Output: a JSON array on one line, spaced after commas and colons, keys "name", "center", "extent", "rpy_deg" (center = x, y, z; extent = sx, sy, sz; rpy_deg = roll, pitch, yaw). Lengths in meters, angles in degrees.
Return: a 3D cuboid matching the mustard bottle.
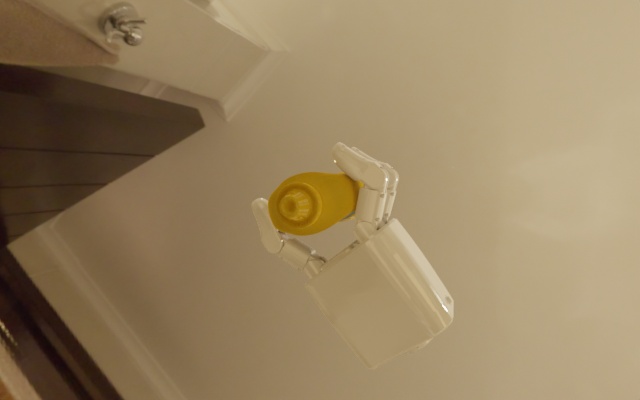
[{"name": "mustard bottle", "center": [0.000, 0.001, 0.488], "extent": [0.096, 0.058, 0.191], "rpy_deg": [-13, -1, 16]}]
